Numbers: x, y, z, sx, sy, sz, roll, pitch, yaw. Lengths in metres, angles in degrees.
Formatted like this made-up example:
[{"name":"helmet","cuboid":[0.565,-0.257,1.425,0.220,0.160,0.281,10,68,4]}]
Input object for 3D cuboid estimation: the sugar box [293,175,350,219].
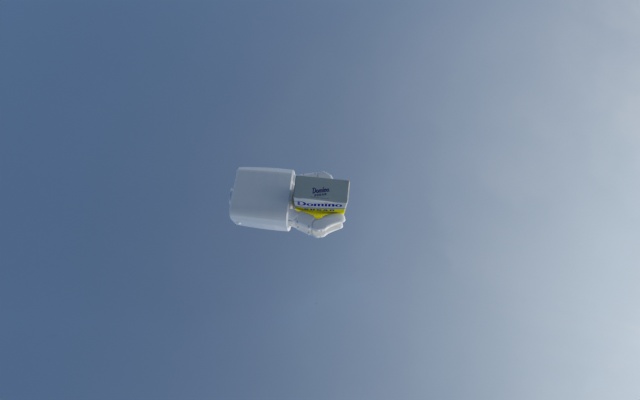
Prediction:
[{"name":"sugar box","cuboid":[0.000,0.003,0.870,0.093,0.048,0.176,6,-12,1]}]
